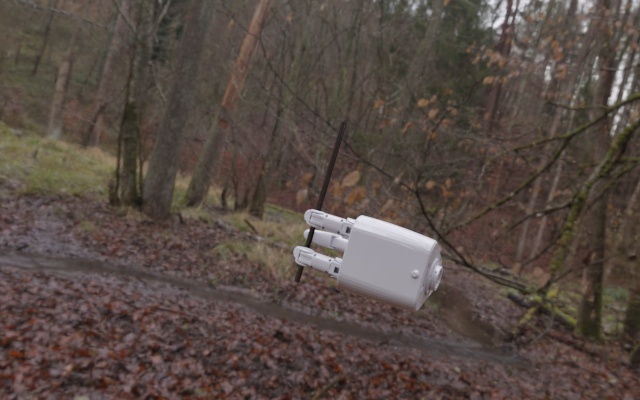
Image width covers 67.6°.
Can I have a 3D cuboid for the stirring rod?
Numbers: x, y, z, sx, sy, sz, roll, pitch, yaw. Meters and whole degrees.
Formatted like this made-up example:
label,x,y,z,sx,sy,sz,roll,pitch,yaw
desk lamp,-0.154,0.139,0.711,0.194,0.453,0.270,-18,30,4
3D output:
label,x,y,z,sx,sy,sz,roll,pitch,yaw
stirring rod,0.000,0.002,0.690,0.011,0.239,0.011,17,0,0
